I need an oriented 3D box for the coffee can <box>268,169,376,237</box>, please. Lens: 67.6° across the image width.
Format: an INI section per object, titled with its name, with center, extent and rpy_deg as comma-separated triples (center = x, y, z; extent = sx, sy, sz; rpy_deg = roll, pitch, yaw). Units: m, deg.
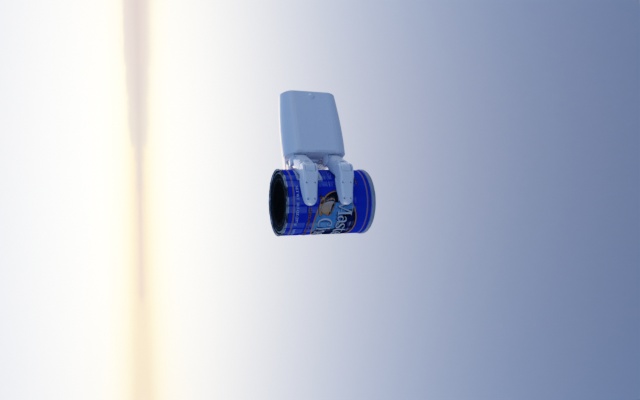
[coffee can]
center = 0.000, 0.003, 0.737
extent = 0.140, 0.103, 0.103
rpy_deg = -1, 0, -21
